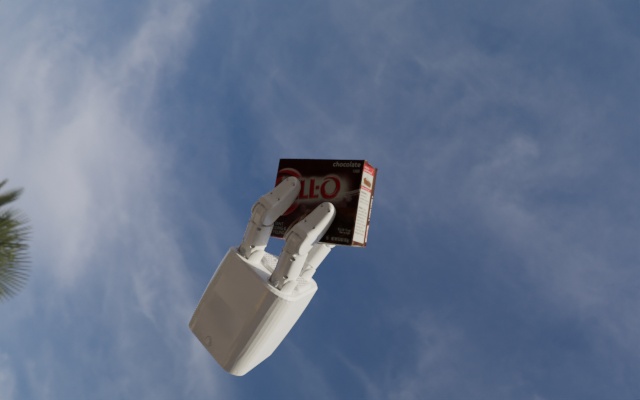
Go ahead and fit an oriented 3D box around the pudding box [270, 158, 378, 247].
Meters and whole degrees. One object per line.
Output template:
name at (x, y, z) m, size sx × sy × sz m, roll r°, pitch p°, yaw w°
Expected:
pudding box at (0.000, 0.002, 0.519) m, size 0.113 × 0.090 × 0.039 m, roll 4°, pitch -9°, yaw 30°
